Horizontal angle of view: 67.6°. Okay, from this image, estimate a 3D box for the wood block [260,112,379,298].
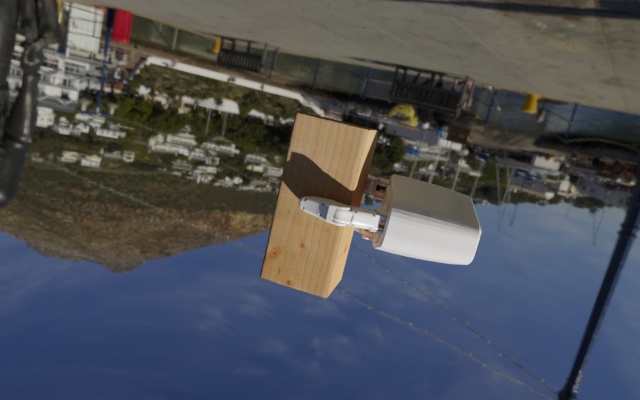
[{"bbox_3d":[0.000,0.002,0.599,0.090,0.206,0.091,16,11,12],"label":"wood block"}]
